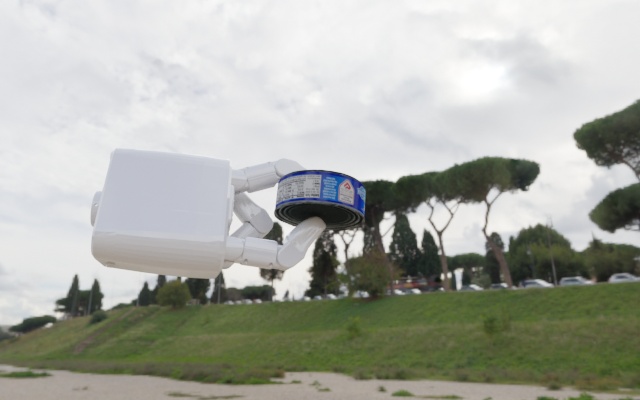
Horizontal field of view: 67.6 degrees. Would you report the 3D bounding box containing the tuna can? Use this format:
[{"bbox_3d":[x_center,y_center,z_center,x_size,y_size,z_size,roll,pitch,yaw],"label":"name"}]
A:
[{"bbox_3d":[0.000,0.001,0.454,0.086,0.033,0.086,4,-19,2],"label":"tuna can"}]
